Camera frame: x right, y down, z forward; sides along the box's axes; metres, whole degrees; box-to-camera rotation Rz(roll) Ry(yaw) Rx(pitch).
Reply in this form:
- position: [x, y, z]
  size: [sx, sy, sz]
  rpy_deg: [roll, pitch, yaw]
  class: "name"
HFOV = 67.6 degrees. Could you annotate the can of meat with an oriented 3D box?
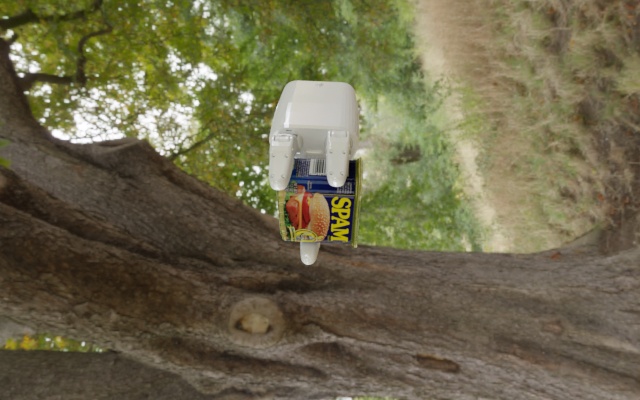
- position: [0.000, 0.002, 0.508]
  size: [0.084, 0.057, 0.102]
  rpy_deg: [3, -43, 2]
  class: "can of meat"
